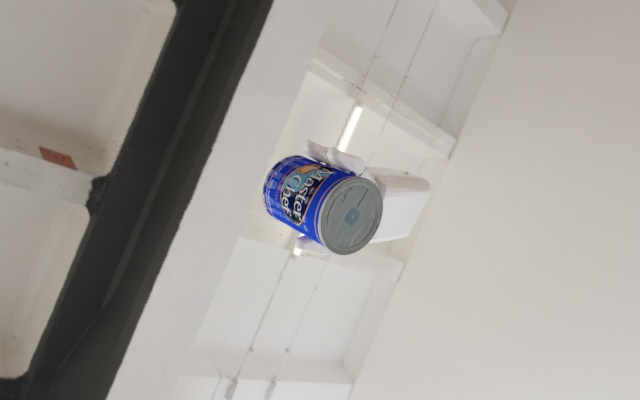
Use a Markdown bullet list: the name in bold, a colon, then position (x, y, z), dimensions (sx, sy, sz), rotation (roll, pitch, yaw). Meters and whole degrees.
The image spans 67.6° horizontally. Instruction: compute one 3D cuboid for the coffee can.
- **coffee can**: position (0.000, 0.002, 0.650), dimensions (0.103, 0.103, 0.140), rotation (0, 16, -38)
